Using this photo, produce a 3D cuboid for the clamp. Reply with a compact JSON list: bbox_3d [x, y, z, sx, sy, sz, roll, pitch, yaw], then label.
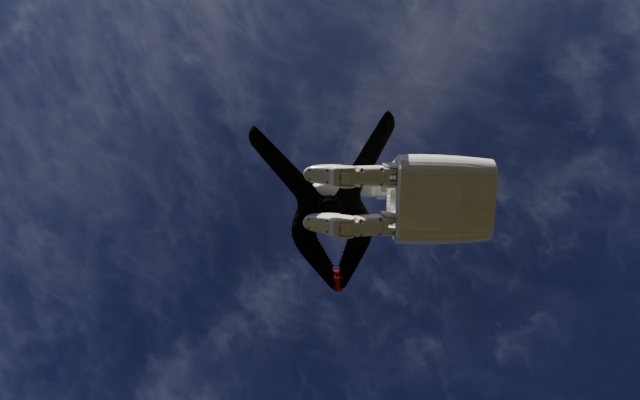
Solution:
[{"bbox_3d":[0.000,0.002,0.556,0.164,0.210,0.036,1,11,3],"label":"clamp"}]
